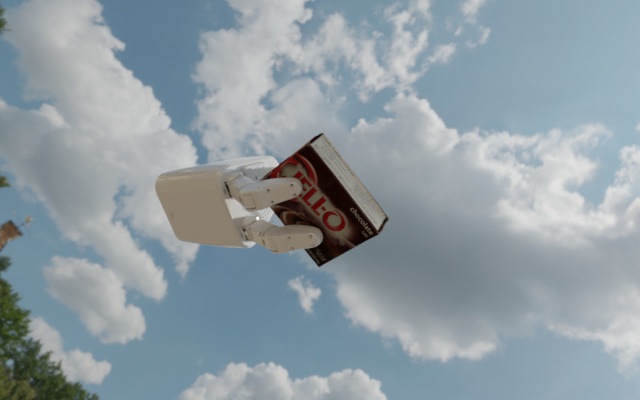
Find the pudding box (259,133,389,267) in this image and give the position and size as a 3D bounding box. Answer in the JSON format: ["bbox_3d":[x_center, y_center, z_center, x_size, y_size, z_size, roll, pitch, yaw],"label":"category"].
[{"bbox_3d":[0.000,0.002,0.487,0.090,0.113,0.039,-34,9,39],"label":"pudding box"}]
